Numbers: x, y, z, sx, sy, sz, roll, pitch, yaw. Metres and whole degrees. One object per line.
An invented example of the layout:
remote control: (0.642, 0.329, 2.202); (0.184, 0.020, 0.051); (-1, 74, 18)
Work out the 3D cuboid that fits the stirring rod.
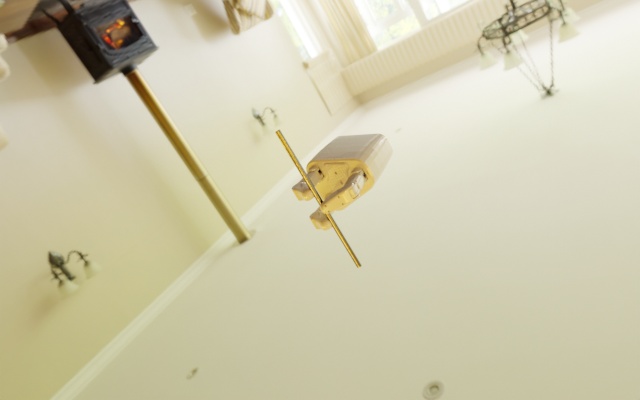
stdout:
stirring rod: (0.000, 0.002, 0.695); (0.011, 0.239, 0.011); (-28, 17, 10)
